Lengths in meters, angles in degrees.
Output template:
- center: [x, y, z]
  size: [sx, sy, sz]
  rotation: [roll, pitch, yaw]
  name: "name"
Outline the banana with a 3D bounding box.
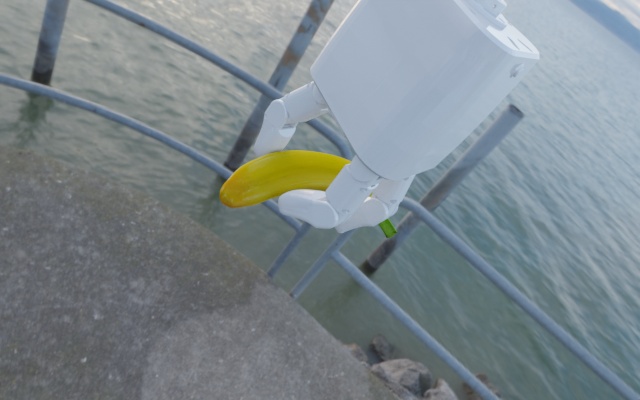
- center: [-0.002, -0.013, 0.426]
  size: [0.198, 0.069, 0.037]
  rotation: [12, -42, -38]
  name: "banana"
